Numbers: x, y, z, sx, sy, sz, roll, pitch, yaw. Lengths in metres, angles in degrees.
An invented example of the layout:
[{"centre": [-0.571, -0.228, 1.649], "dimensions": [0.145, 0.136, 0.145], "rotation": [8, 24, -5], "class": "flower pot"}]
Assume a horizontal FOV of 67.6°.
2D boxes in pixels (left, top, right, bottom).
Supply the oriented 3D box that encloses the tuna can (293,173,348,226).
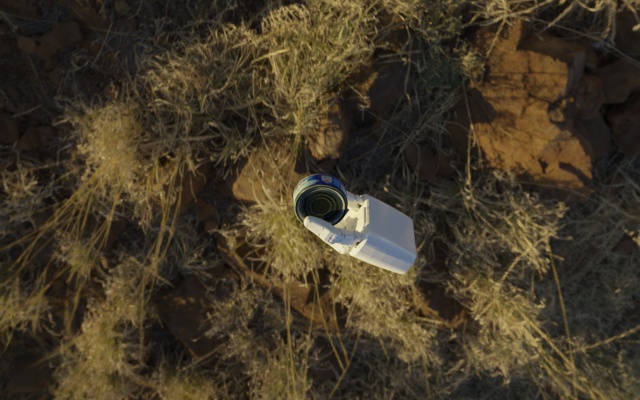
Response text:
[{"centre": [0.000, 0.003, 0.748], "dimensions": [0.086, 0.086, 0.033], "rotation": [0, 33, -3], "class": "tuna can"}]
